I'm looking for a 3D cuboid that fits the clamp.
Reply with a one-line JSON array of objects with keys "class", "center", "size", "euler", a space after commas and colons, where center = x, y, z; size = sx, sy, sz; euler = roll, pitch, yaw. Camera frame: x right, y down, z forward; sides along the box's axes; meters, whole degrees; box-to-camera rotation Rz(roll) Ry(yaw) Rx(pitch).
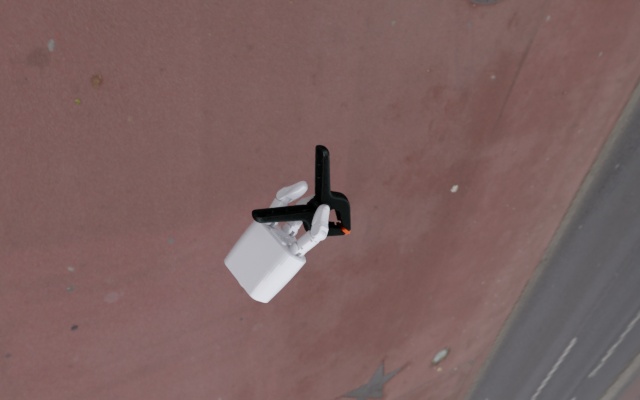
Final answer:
[{"class": "clamp", "center": [0.001, 0.004, 0.832], "size": [0.210, 0.164, 0.036], "euler": [31, 14, -47]}]
